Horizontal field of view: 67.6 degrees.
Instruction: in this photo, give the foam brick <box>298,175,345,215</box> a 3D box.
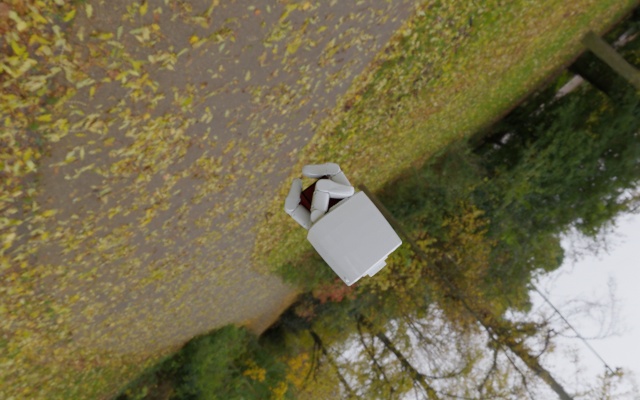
[{"bbox_3d":[0.000,0.003,0.788,0.053,0.051,0.078,-37,-9,-14],"label":"foam brick"}]
